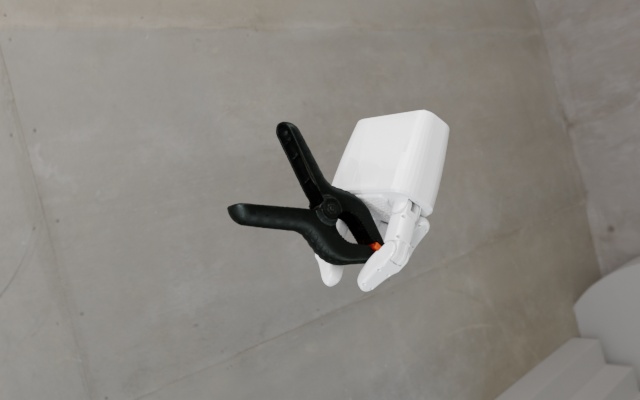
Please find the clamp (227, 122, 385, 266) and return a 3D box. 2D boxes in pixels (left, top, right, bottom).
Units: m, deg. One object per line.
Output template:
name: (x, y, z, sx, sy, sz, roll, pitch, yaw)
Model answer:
clamp: (0.001, 0.002, 0.477, 0.171, 0.120, 0.039, 31, -25, -26)
